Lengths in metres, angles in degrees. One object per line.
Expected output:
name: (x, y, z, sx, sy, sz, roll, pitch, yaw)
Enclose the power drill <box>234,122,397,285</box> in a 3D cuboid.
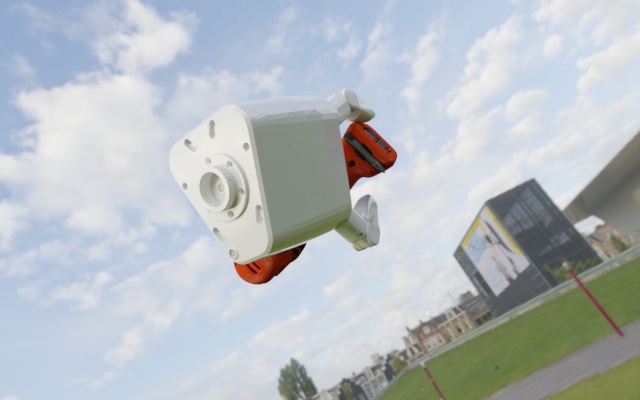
power drill: (0.000, 0.001, 0.516, 0.057, 0.188, 0.184, 43, 14, 1)
